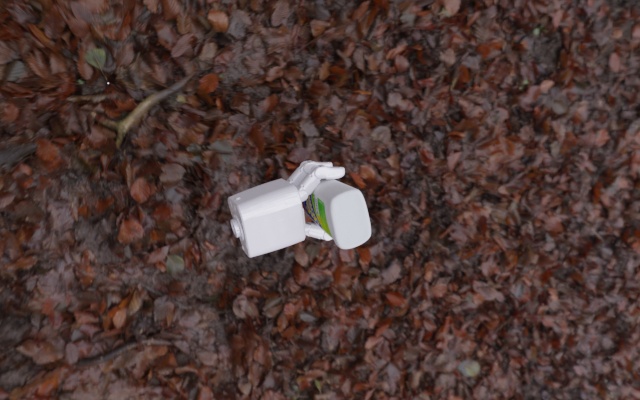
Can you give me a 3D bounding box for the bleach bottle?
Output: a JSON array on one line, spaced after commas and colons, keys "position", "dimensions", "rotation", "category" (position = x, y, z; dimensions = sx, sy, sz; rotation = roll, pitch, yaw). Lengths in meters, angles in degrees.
[{"position": [0.000, 0.003, 0.882], "dimensions": [0.068, 0.103, 0.250], "rotation": [-20, 20, -19], "category": "bleach bottle"}]
